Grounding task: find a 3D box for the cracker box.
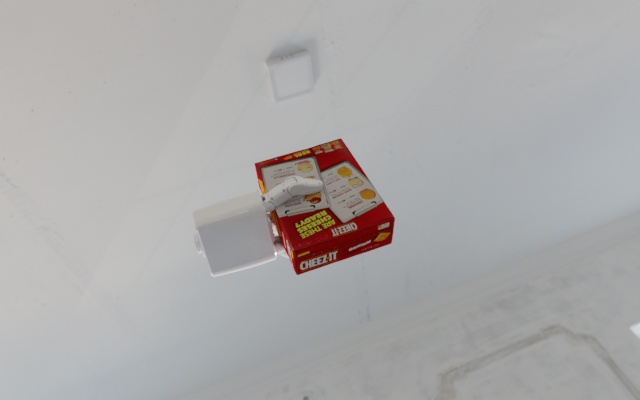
[{"bbox_3d":[0.000,0.002,0.784,0.164,0.072,0.213,-17,47,-12],"label":"cracker box"}]
